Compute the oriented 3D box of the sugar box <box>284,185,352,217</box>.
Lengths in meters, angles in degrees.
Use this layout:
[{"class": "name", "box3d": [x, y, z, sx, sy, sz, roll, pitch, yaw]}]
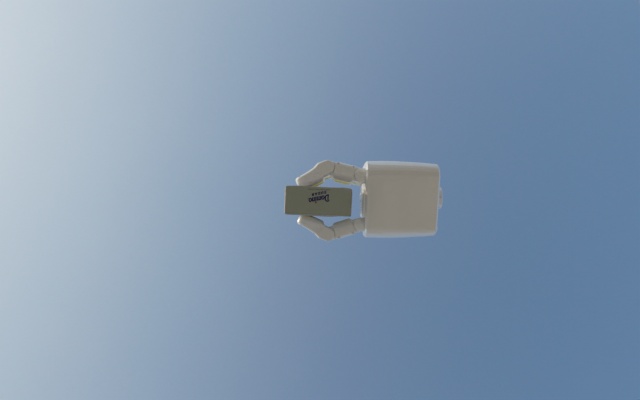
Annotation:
[{"class": "sugar box", "box3d": [0.000, 0.002, 0.726, 0.093, 0.048, 0.176, 2, -4, 2]}]
